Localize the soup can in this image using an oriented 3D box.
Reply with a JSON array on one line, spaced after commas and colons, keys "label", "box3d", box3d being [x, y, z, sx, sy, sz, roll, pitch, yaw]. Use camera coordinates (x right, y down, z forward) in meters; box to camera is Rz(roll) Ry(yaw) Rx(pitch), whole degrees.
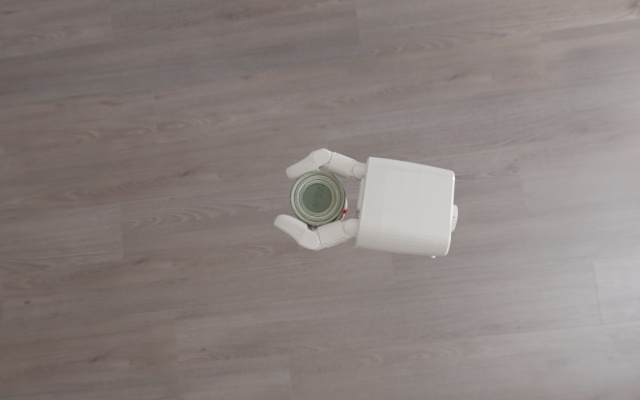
[{"label": "soup can", "box3d": [0.000, 0.002, 0.608, 0.068, 0.068, 0.102, 0, -5, 4]}]
